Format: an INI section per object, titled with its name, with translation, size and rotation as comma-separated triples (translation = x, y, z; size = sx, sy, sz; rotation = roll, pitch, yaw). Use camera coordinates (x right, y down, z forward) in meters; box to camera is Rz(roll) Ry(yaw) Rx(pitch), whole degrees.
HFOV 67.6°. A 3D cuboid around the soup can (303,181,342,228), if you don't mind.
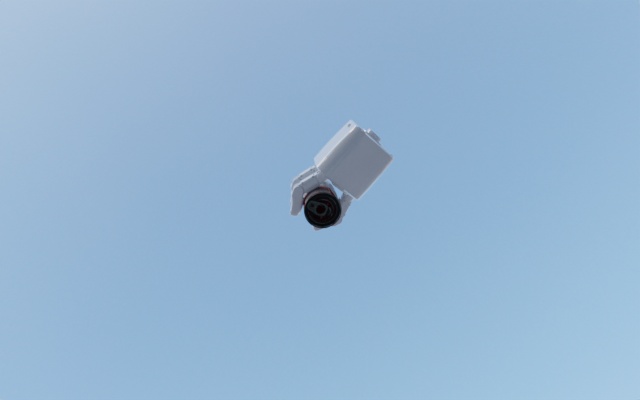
[soup can]
translation = 0.000, 0.003, 0.896
size = 0.068, 0.068, 0.102
rotation = 0, 18, -5
